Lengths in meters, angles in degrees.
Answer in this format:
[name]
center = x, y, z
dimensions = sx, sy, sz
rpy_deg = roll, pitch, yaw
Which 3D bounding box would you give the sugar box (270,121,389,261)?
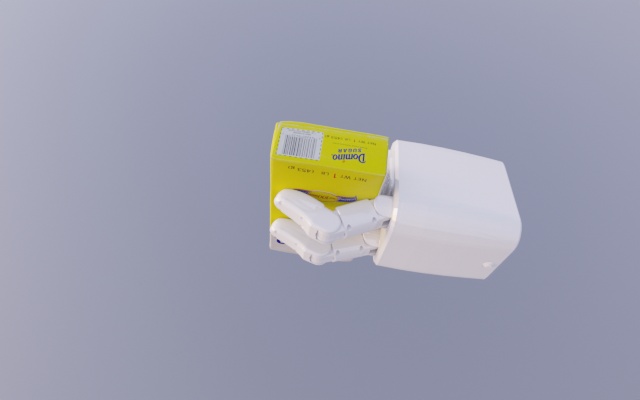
[sugar box]
center = 0.000, 0.002, 0.448
dimensions = 0.093, 0.048, 0.176
rpy_deg = 9, -32, 0
